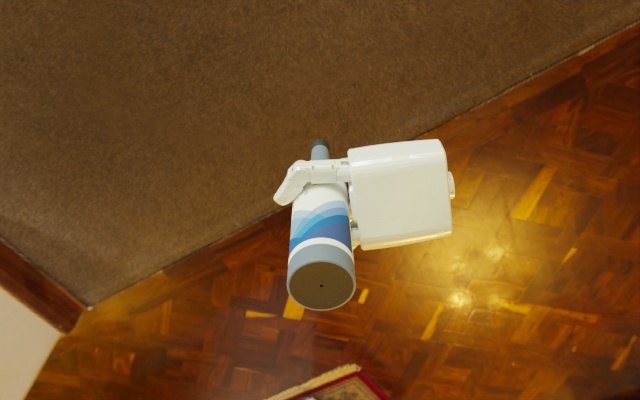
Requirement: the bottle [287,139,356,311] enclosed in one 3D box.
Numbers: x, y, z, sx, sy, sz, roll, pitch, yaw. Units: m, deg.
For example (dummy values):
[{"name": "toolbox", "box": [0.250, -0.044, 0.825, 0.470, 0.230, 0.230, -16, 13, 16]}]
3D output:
[{"name": "bottle", "box": [0.000, 0.002, 0.579, 0.069, 0.069, 0.295, 0, 33, 0]}]
